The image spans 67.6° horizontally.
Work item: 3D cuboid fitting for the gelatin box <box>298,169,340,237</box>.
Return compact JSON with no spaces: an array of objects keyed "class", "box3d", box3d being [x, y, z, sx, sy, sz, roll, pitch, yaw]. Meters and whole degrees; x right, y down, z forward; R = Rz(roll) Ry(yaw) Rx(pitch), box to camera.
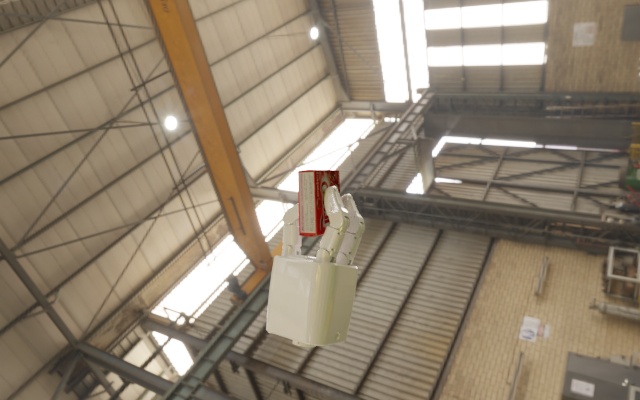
[{"class":"gelatin box","box3d":[0.000,0.002,0.656,0.030,0.089,0.073,-1,2,29]}]
